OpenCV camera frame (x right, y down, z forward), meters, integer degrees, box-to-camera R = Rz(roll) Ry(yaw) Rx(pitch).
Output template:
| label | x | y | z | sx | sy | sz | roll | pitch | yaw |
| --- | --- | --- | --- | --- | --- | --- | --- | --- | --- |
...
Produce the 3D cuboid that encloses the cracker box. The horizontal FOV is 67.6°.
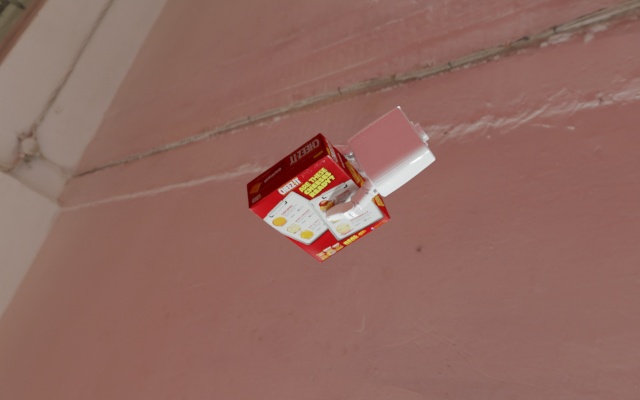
| label | x | y | z | sx | sy | sz | roll | pitch | yaw |
| --- | --- | --- | --- | --- | --- | --- | --- | --- | --- |
| cracker box | 0.000 | 0.003 | 0.847 | 0.164 | 0.072 | 0.214 | -33 | -47 | 16 |
